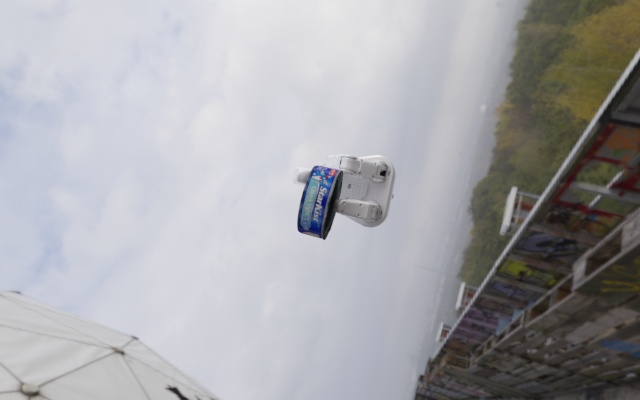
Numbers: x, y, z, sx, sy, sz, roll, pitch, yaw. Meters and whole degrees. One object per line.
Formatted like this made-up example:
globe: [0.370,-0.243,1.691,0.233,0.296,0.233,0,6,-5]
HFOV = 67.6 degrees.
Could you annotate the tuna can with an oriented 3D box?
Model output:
tuna can: [0.000,0.002,0.571,0.034,0.086,0.086,14,2,9]
